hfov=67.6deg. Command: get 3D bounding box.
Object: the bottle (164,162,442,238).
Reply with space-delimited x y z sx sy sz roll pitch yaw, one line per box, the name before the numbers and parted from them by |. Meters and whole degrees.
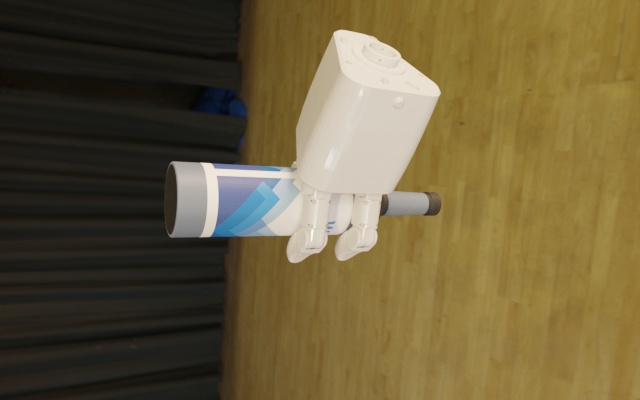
bottle | 0.000 0.002 0.484 0.296 0.069 0.069 1 -1 -27
